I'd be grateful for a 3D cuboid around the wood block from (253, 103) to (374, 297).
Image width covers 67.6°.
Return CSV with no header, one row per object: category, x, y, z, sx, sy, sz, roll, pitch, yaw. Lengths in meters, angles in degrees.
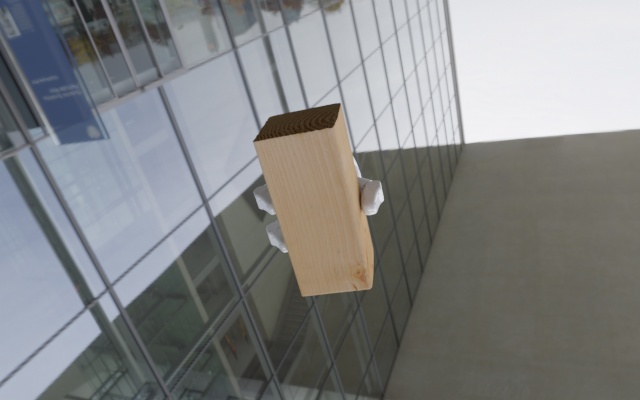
wood block,0.000,0.002,0.570,0.091,0.206,0.090,-9,26,13
